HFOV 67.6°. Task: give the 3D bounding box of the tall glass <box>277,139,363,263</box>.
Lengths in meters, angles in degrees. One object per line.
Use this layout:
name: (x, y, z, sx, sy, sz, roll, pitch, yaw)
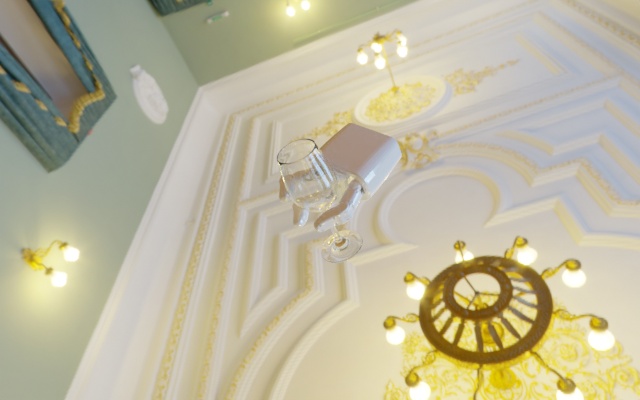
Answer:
tall glass: (0.000, 0.003, 0.744, 0.079, 0.201, 0.079, -17, 36, 13)
